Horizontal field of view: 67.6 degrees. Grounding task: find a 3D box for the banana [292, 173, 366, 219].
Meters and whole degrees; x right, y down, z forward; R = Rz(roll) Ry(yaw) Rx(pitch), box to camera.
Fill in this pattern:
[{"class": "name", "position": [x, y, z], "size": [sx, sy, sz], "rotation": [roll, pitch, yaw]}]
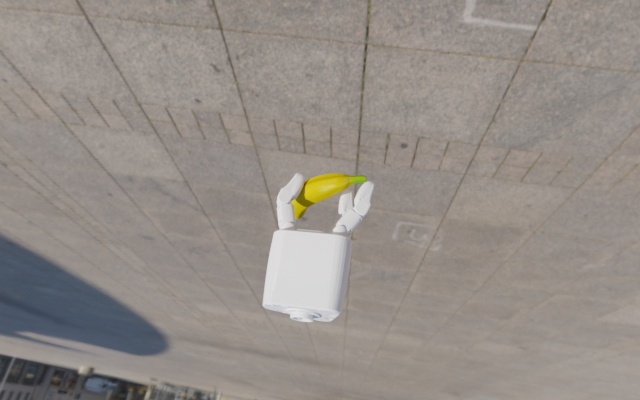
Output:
[{"class": "banana", "position": [-0.013, -0.004, 0.760], "size": [0.069, 0.037, 0.198], "rotation": [19, -26, -29]}]
